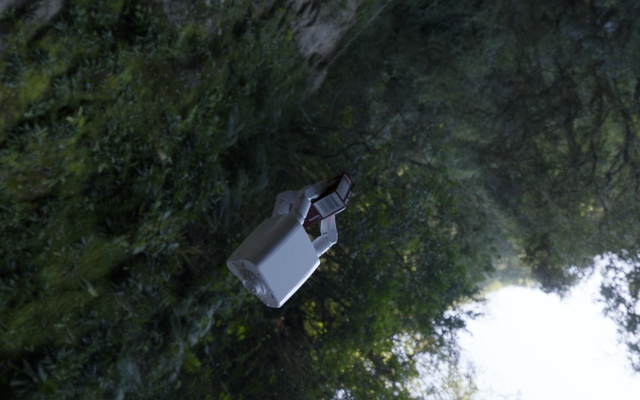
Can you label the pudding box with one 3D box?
[{"bbox_3d":[0.000,0.003,0.845,0.113,0.039,0.090,-27,17,26],"label":"pudding box"}]
